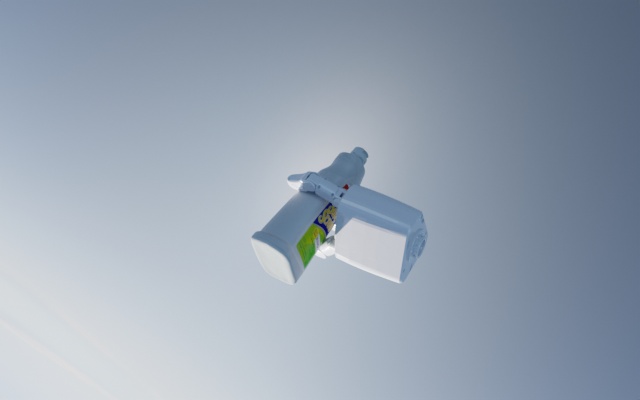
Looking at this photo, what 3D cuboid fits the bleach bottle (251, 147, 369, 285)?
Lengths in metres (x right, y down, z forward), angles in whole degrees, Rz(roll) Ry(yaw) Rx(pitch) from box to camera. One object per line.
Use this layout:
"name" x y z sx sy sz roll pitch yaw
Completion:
"bleach bottle" 0.000 0.002 0.729 0.068 0.250 0.103 22 -33 26
